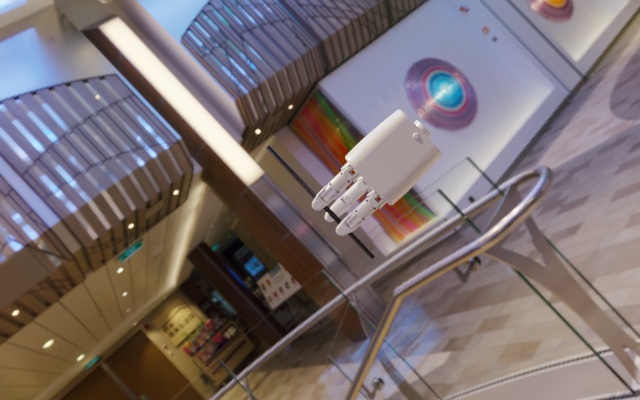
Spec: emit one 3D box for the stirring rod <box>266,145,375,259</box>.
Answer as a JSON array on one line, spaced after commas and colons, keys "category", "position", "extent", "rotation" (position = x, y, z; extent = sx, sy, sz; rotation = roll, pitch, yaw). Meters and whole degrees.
[{"category": "stirring rod", "position": [0.000, 0.002, 0.750], "extent": [0.011, 0.239, 0.011], "rotation": [-44, -1, -1]}]
